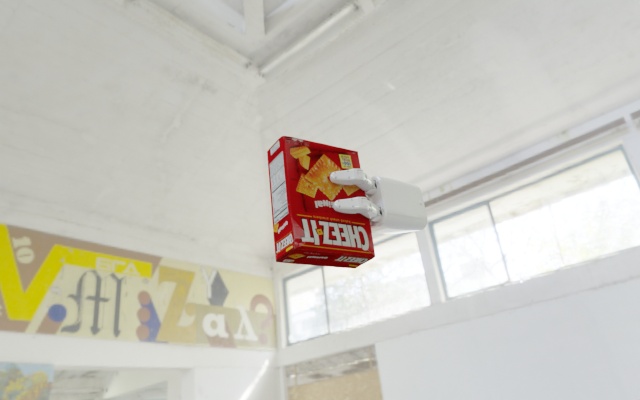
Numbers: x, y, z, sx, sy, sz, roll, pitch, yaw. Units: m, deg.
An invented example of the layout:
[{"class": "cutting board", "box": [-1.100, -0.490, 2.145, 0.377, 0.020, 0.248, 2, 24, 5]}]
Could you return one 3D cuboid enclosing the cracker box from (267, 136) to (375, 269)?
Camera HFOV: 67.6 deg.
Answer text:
[{"class": "cracker box", "box": [0.000, 0.003, 0.835, 0.164, 0.213, 0.072, 9, -30, -31]}]
